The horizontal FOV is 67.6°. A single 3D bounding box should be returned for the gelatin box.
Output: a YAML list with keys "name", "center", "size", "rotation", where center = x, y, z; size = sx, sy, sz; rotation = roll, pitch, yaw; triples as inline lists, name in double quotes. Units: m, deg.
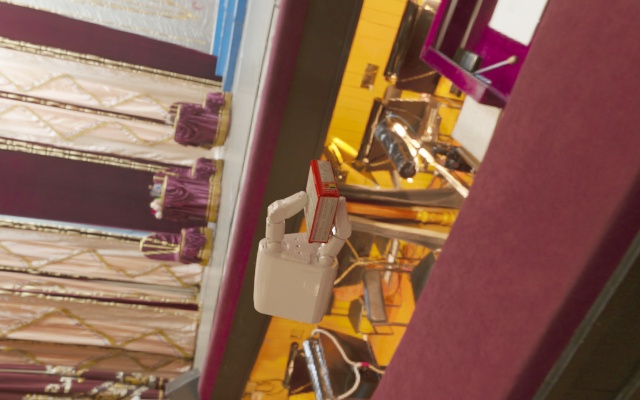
- name: "gelatin box"
  center: [0.000, 0.002, 0.636]
  size: [0.030, 0.089, 0.073]
  rotation: [2, 42, -11]
